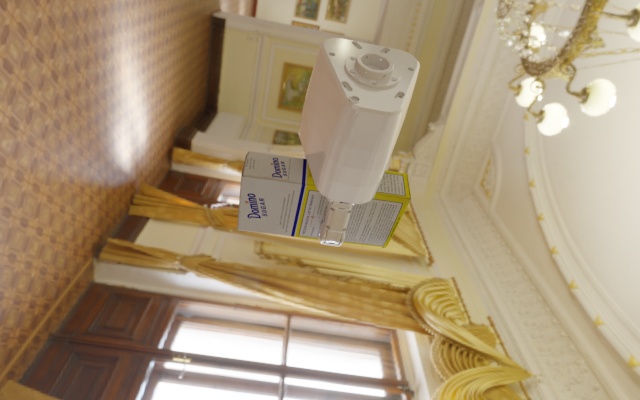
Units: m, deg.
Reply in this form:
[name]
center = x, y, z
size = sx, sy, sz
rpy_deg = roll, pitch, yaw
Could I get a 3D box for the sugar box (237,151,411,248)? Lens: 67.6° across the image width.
[sugar box]
center = 0.000, 0.001, 0.528
size = 0.176, 0.048, 0.093
rpy_deg = 10, -43, -6
